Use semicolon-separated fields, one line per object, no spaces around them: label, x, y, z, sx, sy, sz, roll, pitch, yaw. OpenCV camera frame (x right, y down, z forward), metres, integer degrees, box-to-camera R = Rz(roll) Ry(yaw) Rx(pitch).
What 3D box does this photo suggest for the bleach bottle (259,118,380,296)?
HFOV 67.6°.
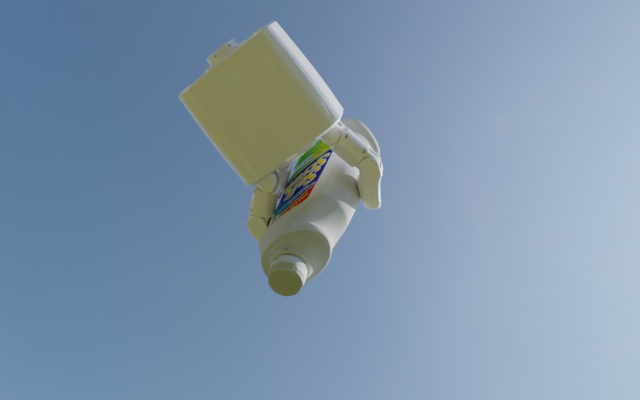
bleach bottle;0.000;0.002;0.485;0.102;0.068;0.250;-32;19;25
